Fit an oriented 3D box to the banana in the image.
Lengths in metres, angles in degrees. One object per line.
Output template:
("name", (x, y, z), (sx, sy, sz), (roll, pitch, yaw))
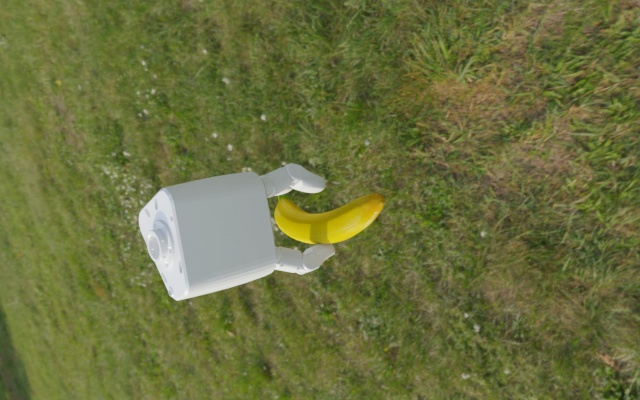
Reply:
("banana", (-0.002, 0.020, 0.584), (0.037, 0.069, 0.198), (-6, 8, -41))
